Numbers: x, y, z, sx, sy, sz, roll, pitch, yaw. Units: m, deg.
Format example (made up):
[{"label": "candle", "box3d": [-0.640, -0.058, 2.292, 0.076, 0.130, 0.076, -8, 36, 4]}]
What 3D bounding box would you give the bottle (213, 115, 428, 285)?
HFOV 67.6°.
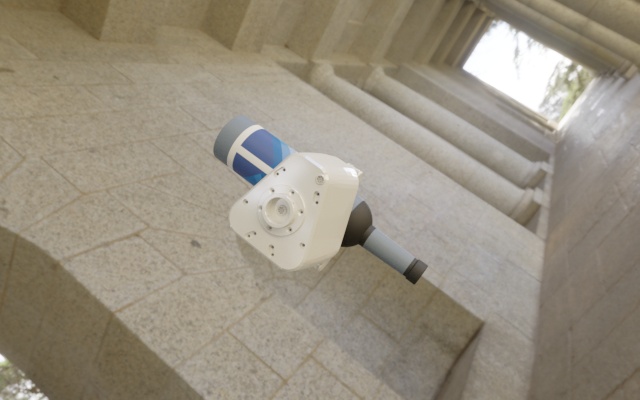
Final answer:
[{"label": "bottle", "box3d": [0.000, 0.002, 0.582, 0.295, 0.069, 0.069, 36, 10, 14]}]
